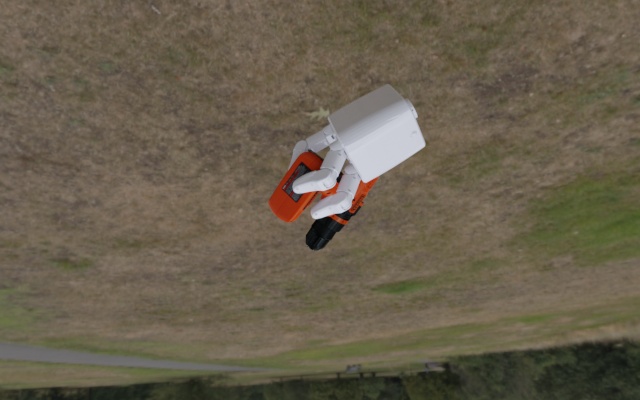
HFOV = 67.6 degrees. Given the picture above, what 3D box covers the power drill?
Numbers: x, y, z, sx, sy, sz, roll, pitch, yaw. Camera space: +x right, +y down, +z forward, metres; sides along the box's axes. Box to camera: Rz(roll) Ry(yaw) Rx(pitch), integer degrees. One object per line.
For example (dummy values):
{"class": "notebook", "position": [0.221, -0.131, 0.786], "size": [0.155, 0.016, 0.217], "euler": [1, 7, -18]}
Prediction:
{"class": "power drill", "position": [0.000, 0.002, 0.762], "size": [0.057, 0.184, 0.188], "euler": [40, 13, 26]}
